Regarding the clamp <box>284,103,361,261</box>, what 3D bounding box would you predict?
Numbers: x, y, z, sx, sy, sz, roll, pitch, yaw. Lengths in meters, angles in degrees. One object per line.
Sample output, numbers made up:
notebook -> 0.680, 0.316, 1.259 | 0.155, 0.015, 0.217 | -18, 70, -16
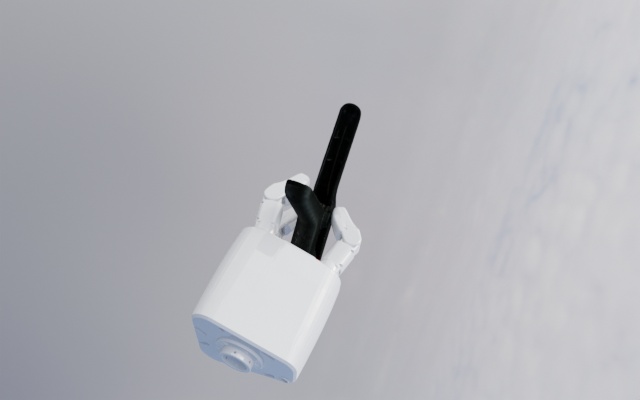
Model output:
clamp -> 0.001, 0.003, 0.547 | 0.036, 0.164, 0.210 | 21, -39, 12
